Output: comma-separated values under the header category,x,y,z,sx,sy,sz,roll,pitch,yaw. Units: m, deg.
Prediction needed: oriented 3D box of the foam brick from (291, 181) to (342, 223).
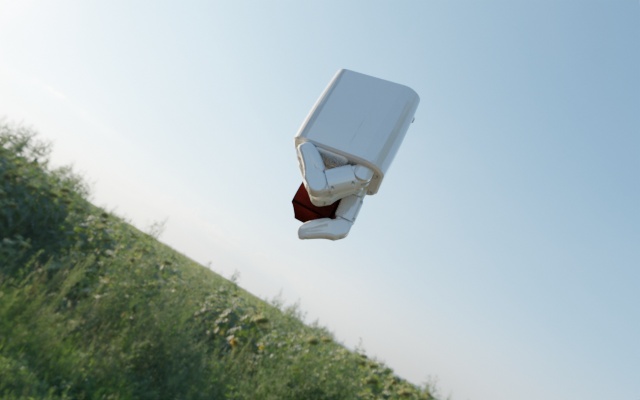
category,x,y,z,sx,sy,sz,roll,pitch,yaw
foam brick,0.000,0.002,0.588,0.053,0.051,0.078,27,-16,7
